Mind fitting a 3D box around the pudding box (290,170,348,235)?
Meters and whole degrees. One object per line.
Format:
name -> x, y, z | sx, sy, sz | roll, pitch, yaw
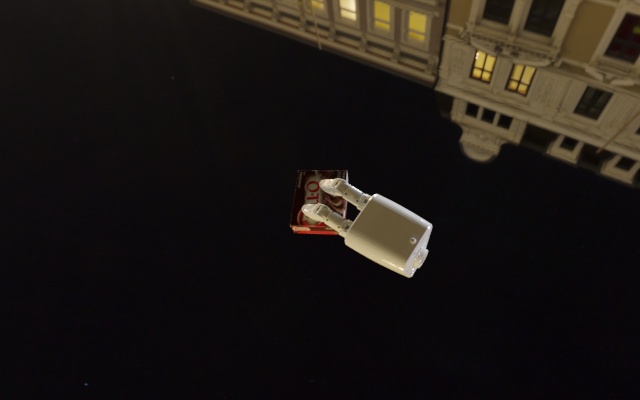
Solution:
pudding box -> 0.000, 0.003, 0.834 | 0.090, 0.113, 0.039 | 1, -29, 11
